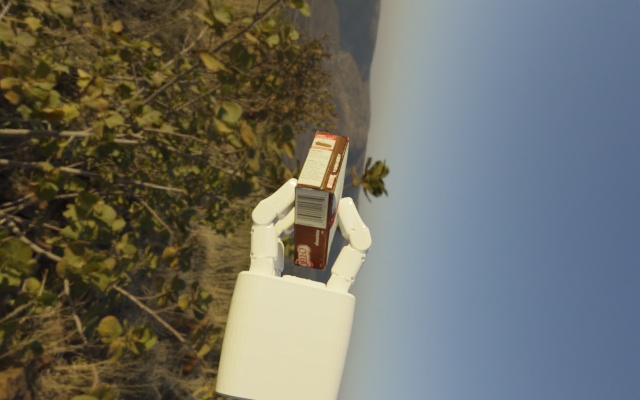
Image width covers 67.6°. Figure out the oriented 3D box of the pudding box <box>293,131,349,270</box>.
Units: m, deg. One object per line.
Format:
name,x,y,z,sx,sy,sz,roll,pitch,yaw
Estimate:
pudding box,0.000,0.002,0.487,0.039,0.114,0.090,11,44,5
